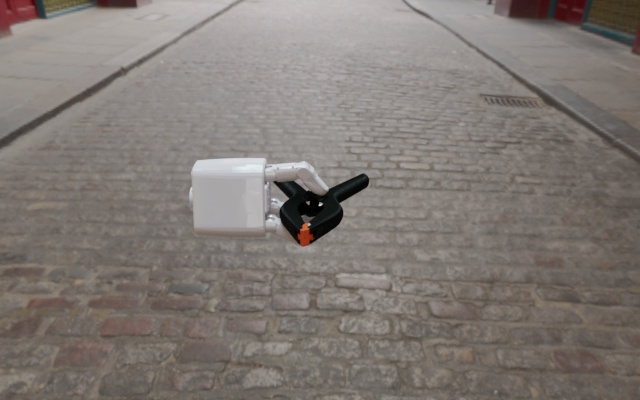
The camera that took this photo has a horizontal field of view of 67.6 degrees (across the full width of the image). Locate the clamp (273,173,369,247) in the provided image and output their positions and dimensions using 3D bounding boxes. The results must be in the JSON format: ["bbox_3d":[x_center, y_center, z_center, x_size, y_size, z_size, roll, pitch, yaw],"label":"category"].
[{"bbox_3d":[0.000,0.002,0.735,0.164,0.036,0.210,-1,27,0],"label":"clamp"}]
